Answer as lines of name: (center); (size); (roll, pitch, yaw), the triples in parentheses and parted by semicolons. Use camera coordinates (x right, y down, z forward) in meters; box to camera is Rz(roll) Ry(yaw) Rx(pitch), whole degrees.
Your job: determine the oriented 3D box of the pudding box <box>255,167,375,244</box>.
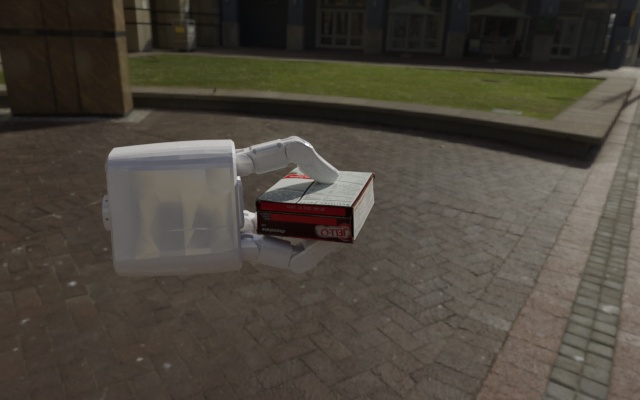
pudding box: (0.000, 0.001, 0.458); (0.090, 0.039, 0.113); (5, 22, 15)
